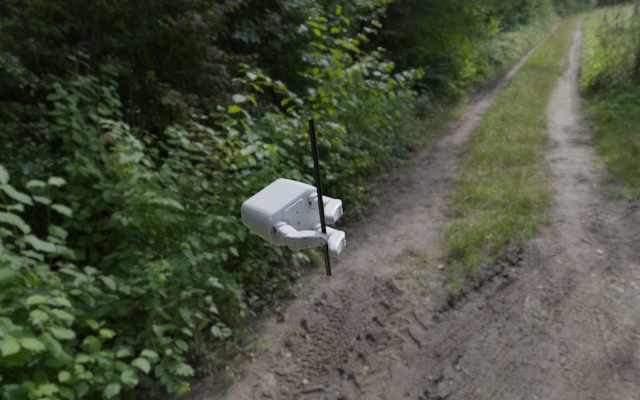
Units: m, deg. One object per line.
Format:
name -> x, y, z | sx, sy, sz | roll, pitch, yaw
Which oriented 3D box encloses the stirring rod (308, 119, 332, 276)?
stirring rod -> 0.000, 0.002, 0.694 | 0.011, 0.240, 0.011 | -6, 20, 2
